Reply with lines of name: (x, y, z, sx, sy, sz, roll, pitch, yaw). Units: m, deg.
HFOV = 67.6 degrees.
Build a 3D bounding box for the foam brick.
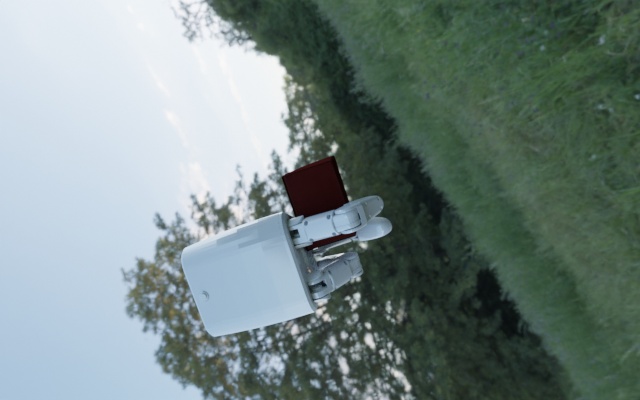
foam brick: (0.000, 0.001, 0.470, 0.051, 0.078, 0.053, -17, 7, 7)
